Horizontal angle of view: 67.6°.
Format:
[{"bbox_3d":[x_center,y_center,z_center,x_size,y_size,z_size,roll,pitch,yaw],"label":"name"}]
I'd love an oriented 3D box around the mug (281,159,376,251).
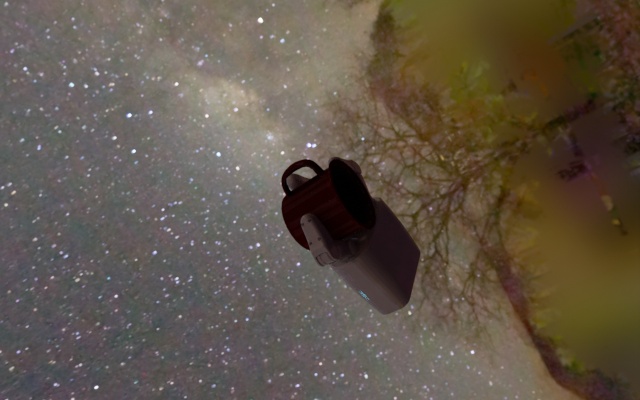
[{"bbox_3d":[-0.001,0.001,0.570,0.081,0.117,0.093,-30,27,25],"label":"mug"}]
